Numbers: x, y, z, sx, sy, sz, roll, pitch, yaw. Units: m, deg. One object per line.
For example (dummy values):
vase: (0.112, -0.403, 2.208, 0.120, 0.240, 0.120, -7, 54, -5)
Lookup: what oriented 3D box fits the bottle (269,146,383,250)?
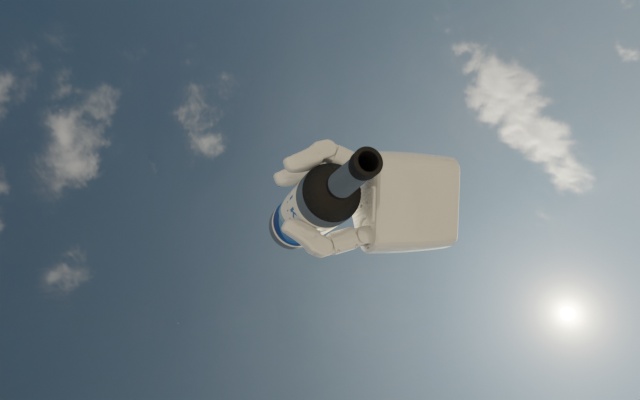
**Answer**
bottle: (0.000, 0.002, 0.542, 0.069, 0.069, 0.296, 0, -14, -17)
